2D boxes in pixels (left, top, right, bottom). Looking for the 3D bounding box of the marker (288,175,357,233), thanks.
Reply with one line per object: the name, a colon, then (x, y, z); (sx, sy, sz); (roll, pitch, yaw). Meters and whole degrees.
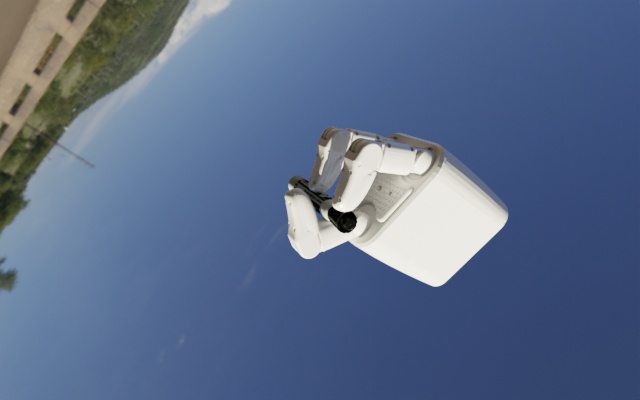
marker: (0.000, 0.001, 0.427); (0.020, 0.020, 0.121); (0, 17, -24)
